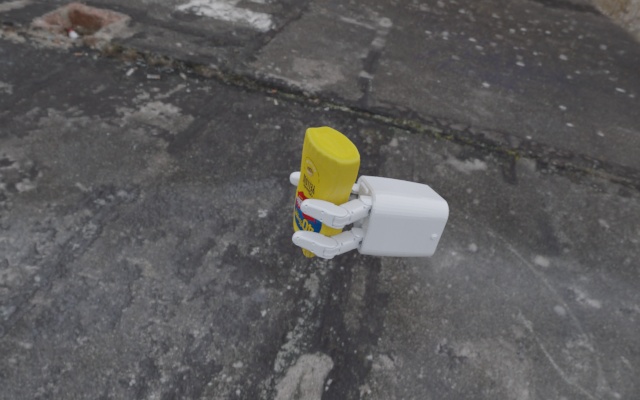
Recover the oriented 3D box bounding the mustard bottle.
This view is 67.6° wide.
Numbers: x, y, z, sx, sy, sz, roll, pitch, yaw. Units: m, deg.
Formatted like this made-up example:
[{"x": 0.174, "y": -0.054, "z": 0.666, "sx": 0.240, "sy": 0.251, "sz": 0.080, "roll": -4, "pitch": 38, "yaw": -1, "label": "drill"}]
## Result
[{"x": 0.000, "y": 0.002, "z": 0.662, "sx": 0.058, "sy": 0.192, "sz": 0.096, "roll": -11, "pitch": 40, "yaw": -29, "label": "mustard bottle"}]
